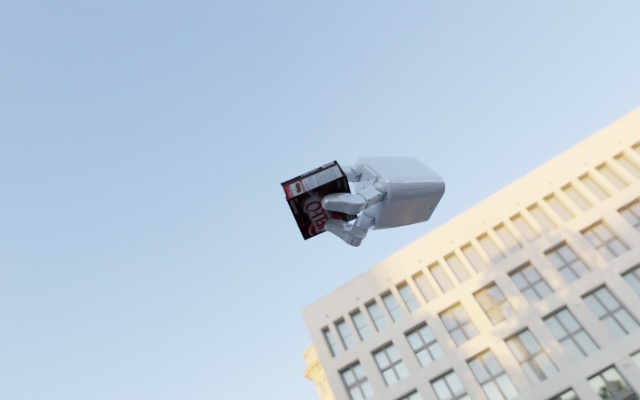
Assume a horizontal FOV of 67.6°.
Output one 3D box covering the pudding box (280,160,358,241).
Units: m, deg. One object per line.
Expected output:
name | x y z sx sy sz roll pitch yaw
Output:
pudding box | 0.000 0.002 0.695 0.090 0.039 0.114 -24 -39 -3
